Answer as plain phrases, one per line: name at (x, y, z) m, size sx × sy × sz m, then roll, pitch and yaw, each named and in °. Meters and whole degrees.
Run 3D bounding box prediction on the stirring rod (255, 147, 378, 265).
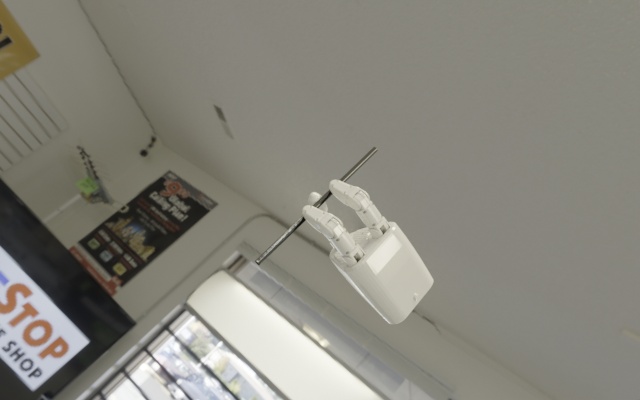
stirring rod at (0.000, 0.002, 0.649) m, size 0.239 × 0.011 × 0.011 m, roll -44°, pitch 20°, yaw -23°
